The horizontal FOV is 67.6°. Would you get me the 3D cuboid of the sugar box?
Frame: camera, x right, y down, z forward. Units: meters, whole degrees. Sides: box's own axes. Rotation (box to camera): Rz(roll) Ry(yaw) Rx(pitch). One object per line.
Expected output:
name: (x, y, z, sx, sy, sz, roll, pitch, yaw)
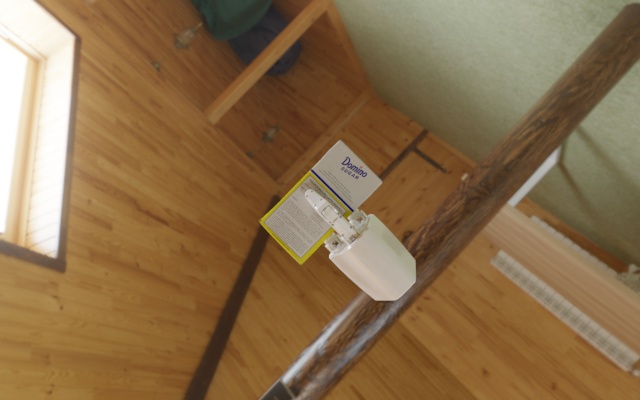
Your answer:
sugar box: (0.000, 0.003, 0.731, 0.176, 0.093, 0.048, -45, 1, -2)
